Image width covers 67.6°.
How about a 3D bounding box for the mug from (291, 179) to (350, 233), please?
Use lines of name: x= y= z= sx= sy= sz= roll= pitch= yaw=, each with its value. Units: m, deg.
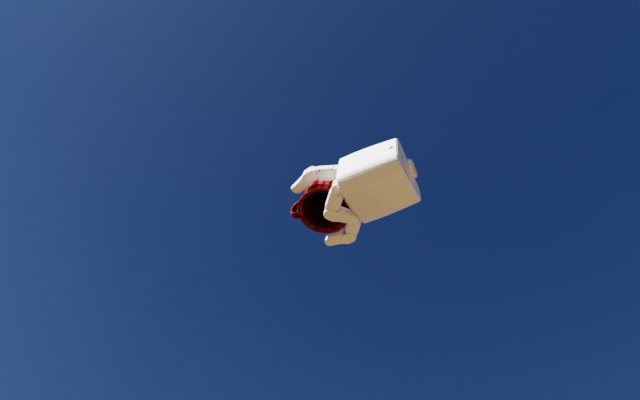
mug: x=-0.001 y=0.003 z=0.870 sx=0.117 sy=0.093 sz=0.081 roll=-20 pitch=26 yaw=19
